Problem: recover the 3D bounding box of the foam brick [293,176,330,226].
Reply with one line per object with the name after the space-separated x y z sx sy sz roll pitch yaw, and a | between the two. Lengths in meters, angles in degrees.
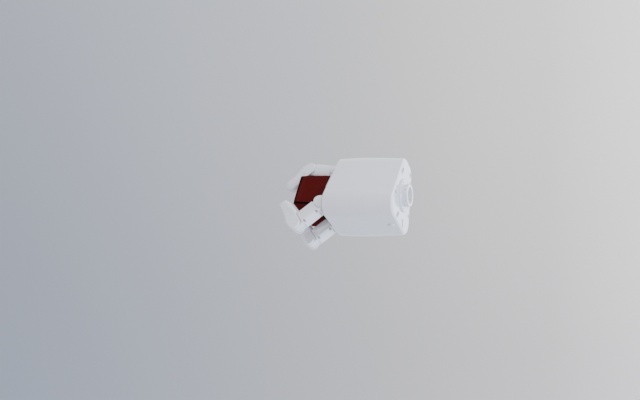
0.000 0.003 0.763 0.051 0.053 0.078 1 -30 26 | foam brick
